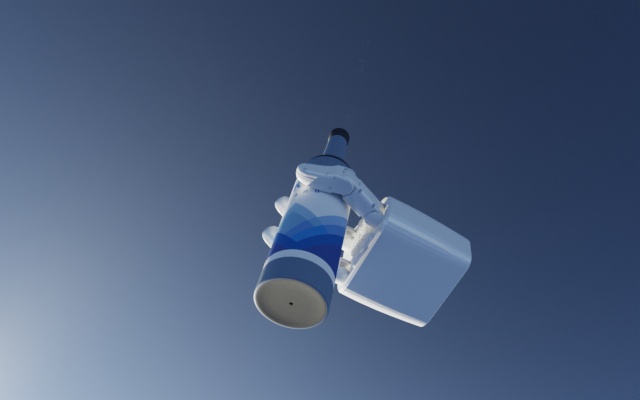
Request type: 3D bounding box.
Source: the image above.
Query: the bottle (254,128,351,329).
[{"bbox_3d":[0.000,0.002,0.523,0.069,0.069,0.295,0,36,12],"label":"bottle"}]
